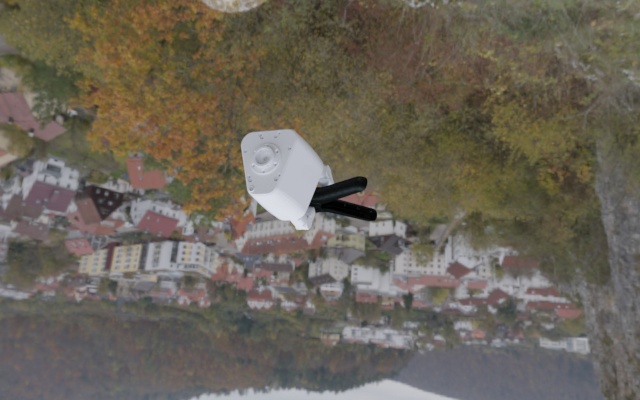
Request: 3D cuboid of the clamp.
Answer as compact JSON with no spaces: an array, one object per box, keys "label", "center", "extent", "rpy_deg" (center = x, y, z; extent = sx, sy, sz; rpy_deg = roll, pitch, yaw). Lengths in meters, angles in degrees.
[{"label":"clamp","center":[-0.001,0.004,0.861],"extent":[0.210,0.036,0.165],"rpy_deg":[-2,-24,20]}]
